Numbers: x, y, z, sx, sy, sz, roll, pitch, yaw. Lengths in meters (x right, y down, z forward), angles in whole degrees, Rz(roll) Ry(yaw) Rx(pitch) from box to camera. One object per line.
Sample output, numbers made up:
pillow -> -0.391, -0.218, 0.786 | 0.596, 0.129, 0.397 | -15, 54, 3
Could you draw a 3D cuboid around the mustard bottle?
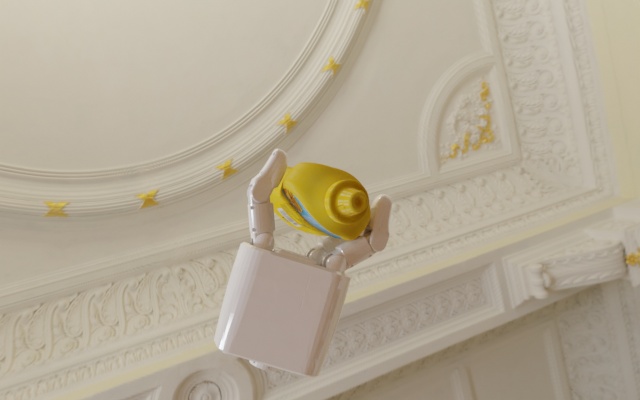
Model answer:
mustard bottle -> 0.000, 0.001, 0.501 | 0.096, 0.058, 0.191 | 44, -13, -15
